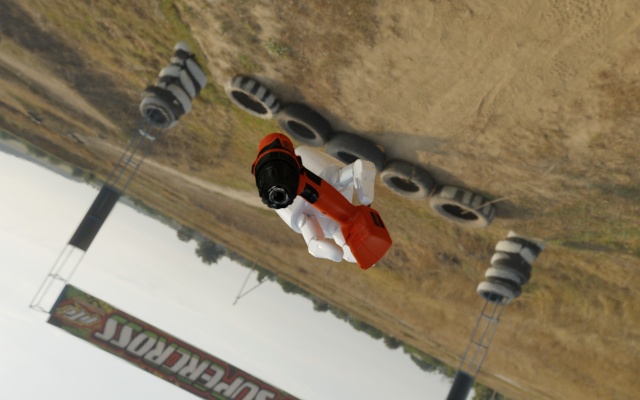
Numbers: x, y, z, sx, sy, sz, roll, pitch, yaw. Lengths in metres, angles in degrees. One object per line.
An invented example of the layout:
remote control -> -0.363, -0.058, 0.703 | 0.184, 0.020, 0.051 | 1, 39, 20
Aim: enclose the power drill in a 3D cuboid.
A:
power drill -> 0.000, 0.002, 0.573 | 0.188, 0.057, 0.184 | 40, 14, -19
